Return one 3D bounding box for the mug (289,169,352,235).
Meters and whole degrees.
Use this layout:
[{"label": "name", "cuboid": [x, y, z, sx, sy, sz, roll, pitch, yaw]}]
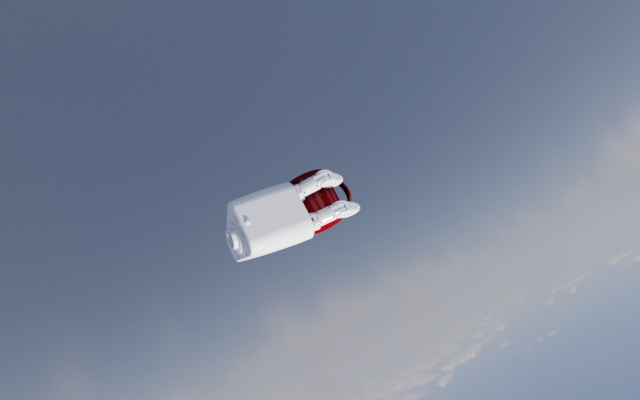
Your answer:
[{"label": "mug", "cuboid": [0.001, 0.002, 0.814, 0.117, 0.081, 0.093, -18, -21, -27]}]
